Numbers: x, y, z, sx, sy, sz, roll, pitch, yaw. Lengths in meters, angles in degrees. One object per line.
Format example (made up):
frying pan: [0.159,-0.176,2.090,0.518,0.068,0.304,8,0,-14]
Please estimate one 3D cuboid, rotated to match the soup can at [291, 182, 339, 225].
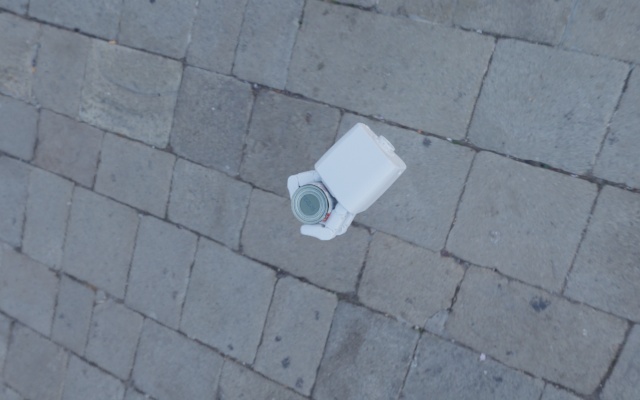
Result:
soup can: [0.000,0.003,0.813,0.068,0.068,0.102,0,5,21]
